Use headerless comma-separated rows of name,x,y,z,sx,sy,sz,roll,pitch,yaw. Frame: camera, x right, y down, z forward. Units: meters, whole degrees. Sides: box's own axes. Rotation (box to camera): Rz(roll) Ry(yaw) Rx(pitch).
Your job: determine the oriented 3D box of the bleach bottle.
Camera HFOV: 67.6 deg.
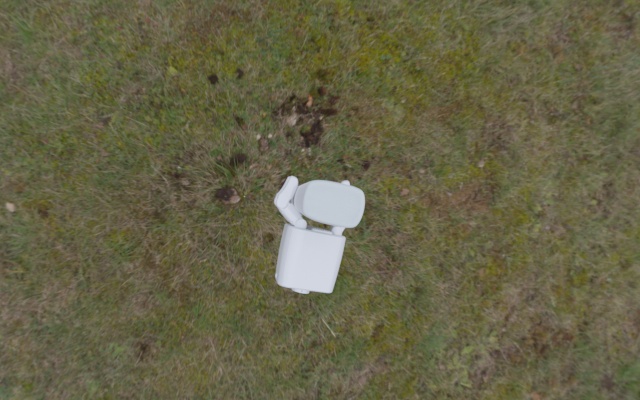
bleach bottle,0.000,0.003,0.863,0.102,0.068,0.251,13,-1,-9
